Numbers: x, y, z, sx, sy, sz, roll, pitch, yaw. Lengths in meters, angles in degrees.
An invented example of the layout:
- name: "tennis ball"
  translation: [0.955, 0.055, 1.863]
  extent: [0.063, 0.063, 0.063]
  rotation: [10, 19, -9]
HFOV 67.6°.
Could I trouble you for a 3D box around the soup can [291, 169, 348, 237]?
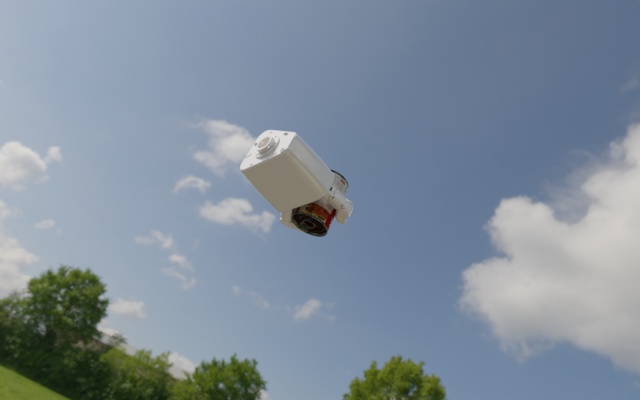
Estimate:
- name: "soup can"
  translation: [0.001, 0.003, 0.836]
  extent: [0.068, 0.102, 0.068]
  rotation: [20, -30, 12]
